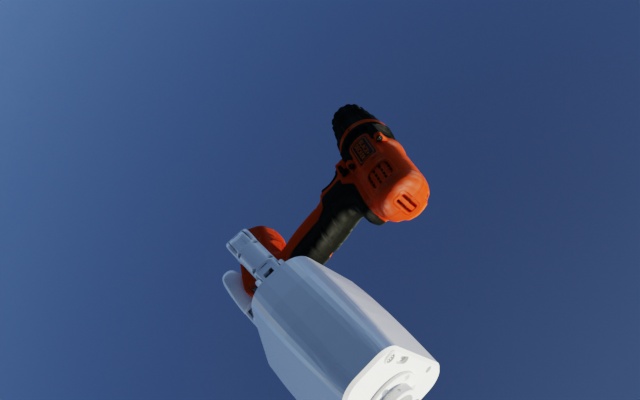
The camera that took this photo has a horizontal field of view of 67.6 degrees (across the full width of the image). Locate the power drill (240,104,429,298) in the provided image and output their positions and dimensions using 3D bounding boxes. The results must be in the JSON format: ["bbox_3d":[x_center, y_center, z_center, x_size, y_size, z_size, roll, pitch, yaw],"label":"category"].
[{"bbox_3d":[0.000,0.002,0.455,0.057,0.188,0.184,36,17,-28],"label":"power drill"}]
